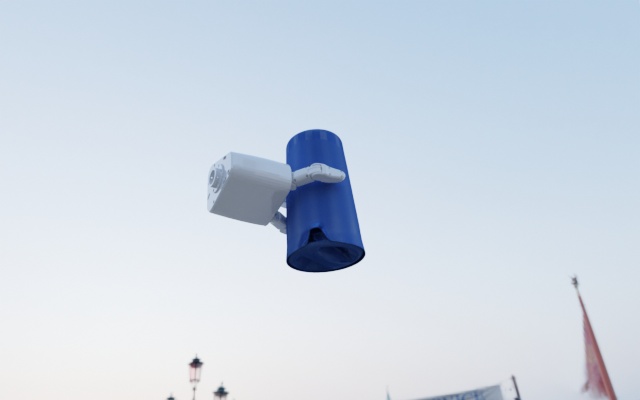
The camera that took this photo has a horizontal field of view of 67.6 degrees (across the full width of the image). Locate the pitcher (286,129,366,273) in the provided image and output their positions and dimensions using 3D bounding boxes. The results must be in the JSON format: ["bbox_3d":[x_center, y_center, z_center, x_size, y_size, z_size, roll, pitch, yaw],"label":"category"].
[{"bbox_3d":[0.000,0.003,0.856,0.145,0.242,0.149,13,-34,-30],"label":"pitcher"}]
